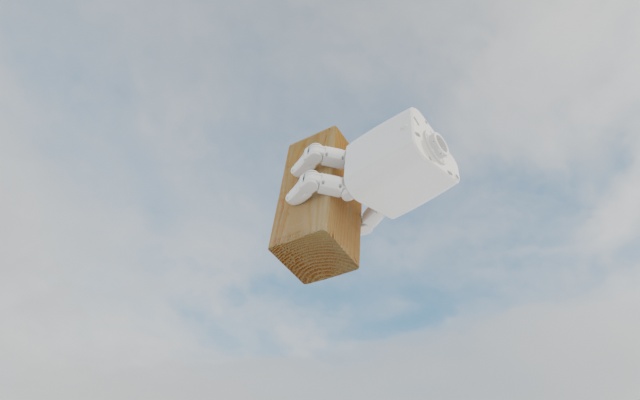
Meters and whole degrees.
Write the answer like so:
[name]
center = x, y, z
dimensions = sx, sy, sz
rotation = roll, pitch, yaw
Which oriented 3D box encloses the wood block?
[wood block]
center = 0.001, 0.002, 0.682
dimensions = 0.090, 0.206, 0.091
rotation = -21, -51, 26
